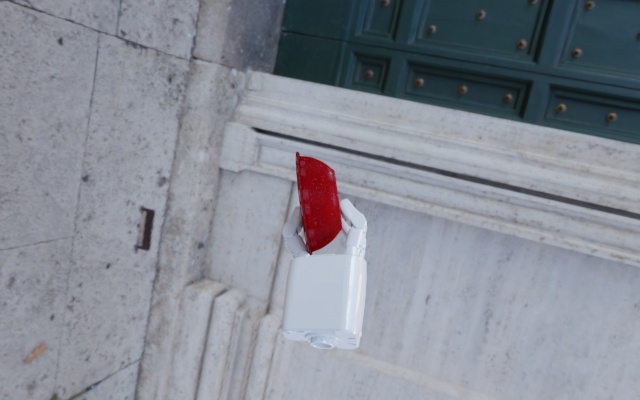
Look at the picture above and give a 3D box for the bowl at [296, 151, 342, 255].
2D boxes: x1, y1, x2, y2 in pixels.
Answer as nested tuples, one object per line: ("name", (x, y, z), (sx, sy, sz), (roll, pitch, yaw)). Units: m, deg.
("bowl", (0.000, 0.001, 0.725), (0.055, 0.162, 0.162), (-8, 0, 1))
